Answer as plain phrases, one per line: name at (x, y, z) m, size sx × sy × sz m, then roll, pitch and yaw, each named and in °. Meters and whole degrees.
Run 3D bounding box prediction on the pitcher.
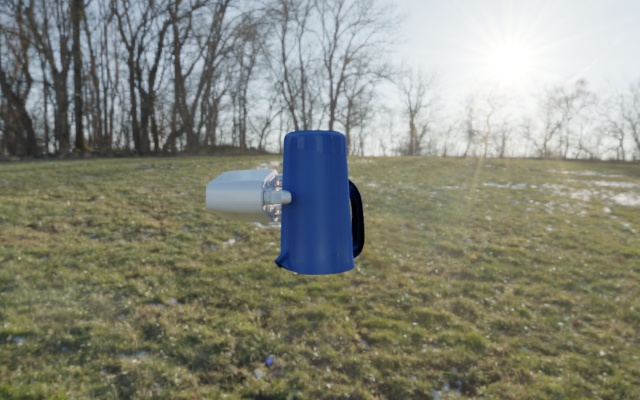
pitcher at (0.000, 0.003, 0.839) m, size 0.145 × 0.243 × 0.149 m, roll 0°, pitch 3°, yaw 10°
